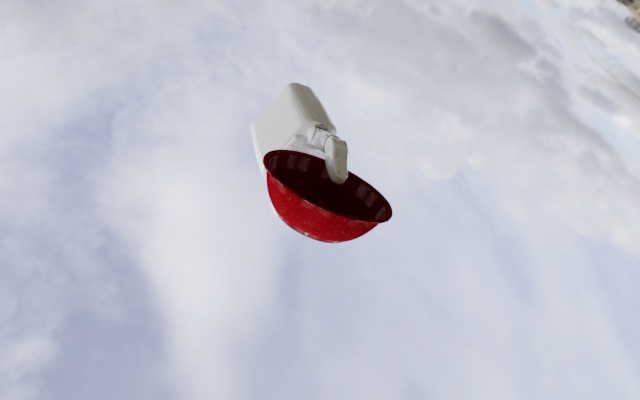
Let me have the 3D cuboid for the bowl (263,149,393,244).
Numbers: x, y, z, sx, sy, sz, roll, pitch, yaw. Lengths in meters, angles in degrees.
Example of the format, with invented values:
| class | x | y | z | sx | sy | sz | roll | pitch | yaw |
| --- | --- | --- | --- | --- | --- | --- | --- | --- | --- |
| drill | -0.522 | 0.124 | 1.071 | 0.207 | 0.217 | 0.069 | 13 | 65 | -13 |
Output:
| class | x | y | z | sx | sy | sz | roll | pitch | yaw |
| --- | --- | --- | --- | --- | --- | --- | --- | --- | --- |
| bowl | 0.000 | 0.003 | 0.555 | 0.162 | 0.055 | 0.162 | 22 | 21 | -9 |
